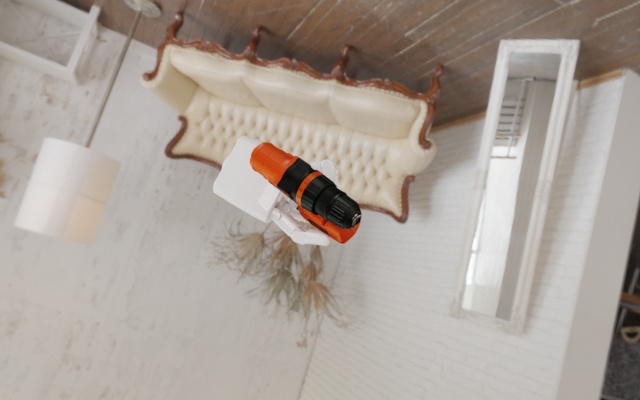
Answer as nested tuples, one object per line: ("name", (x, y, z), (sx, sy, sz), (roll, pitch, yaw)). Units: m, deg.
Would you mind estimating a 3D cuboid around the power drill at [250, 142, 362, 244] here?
("power drill", (0.000, 0.002, 0.689), (0.184, 0.057, 0.188), (37, -7, 27))
